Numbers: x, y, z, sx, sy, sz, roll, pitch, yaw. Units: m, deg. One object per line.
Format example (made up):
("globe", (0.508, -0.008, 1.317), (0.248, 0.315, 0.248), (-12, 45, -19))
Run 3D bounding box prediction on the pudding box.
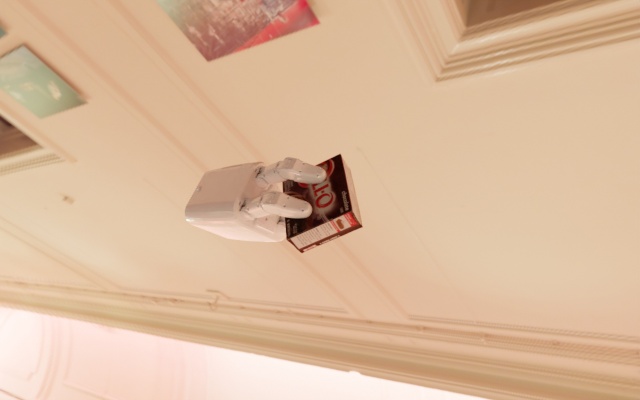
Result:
("pudding box", (0.000, 0.002, 0.608), (0.090, 0.113, 0.039), (-25, -47, 15))
